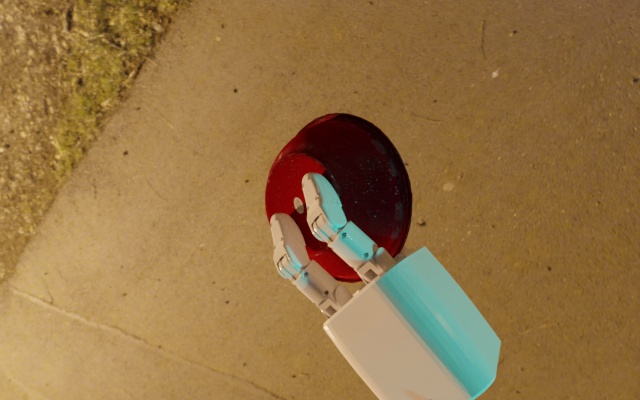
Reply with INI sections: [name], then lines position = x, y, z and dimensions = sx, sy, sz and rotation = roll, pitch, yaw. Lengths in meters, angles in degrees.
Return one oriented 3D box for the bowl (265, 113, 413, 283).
[bowl]
position = -0.001, 0.001, 0.435
dimensions = 0.162, 0.162, 0.055
rotation = 0, 6, 42
